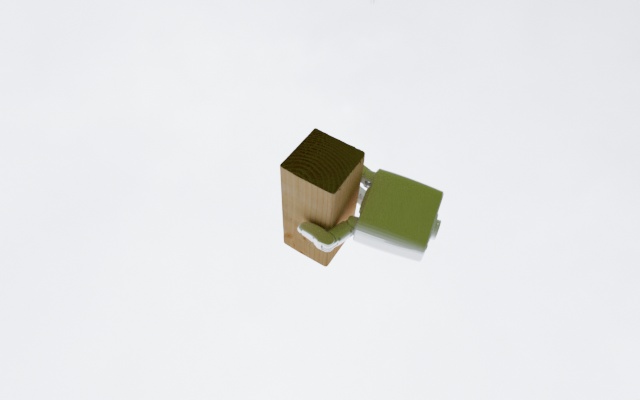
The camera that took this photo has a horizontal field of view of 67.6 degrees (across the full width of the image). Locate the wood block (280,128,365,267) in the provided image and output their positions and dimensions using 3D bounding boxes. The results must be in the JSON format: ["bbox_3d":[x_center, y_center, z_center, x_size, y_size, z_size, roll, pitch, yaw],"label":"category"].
[{"bbox_3d":[0.000,0.003,0.739,0.090,0.090,0.206,28,-32,17],"label":"wood block"}]
